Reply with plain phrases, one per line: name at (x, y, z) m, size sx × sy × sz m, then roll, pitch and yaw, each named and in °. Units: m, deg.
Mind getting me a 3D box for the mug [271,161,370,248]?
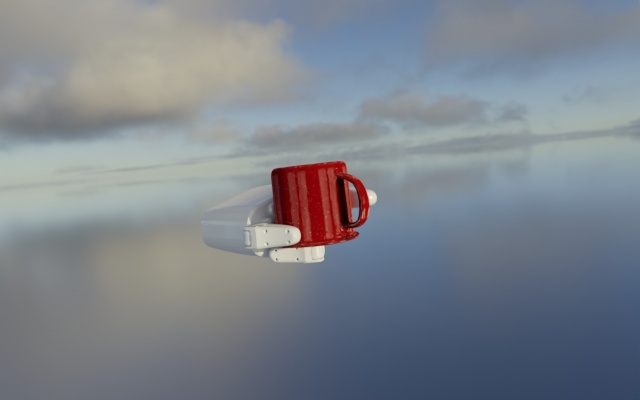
mug at (0.001, 0.001, 0.500) m, size 0.117 × 0.081 × 0.093 m, roll -3°, pitch 5°, yaw 43°
